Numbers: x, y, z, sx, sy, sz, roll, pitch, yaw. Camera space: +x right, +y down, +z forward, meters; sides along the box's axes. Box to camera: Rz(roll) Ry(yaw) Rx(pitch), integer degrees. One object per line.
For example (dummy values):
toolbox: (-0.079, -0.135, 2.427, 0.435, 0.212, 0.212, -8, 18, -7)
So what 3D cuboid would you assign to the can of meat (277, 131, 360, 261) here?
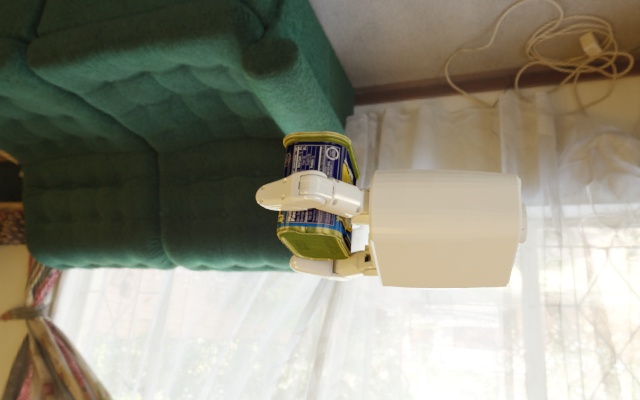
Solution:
can of meat: (0.000, 0.002, 0.412, 0.057, 0.084, 0.102, 1, -19, 12)
